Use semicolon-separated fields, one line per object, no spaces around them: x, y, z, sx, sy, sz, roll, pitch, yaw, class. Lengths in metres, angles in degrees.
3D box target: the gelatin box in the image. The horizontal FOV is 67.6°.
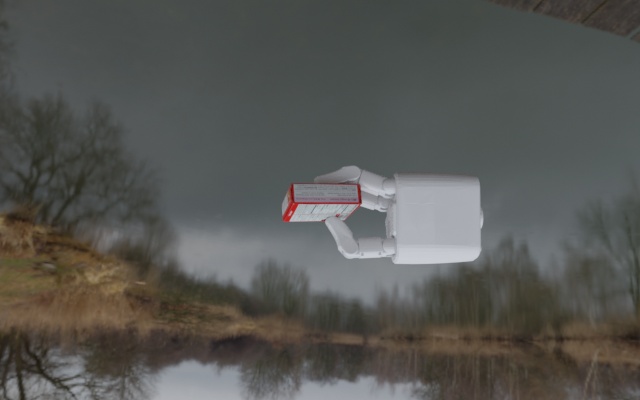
0.000;0.003;0.607;0.089;0.030;0.073;-1;-19;-14;gelatin box
